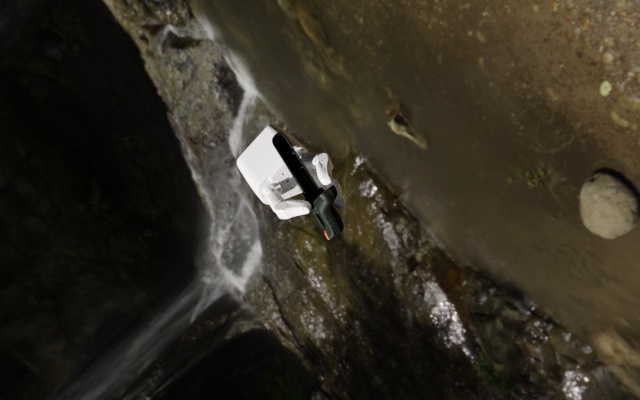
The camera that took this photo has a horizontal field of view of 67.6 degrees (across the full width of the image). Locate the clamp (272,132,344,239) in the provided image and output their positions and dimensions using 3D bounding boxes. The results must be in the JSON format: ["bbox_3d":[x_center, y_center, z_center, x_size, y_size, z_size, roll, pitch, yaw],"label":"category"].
[{"bbox_3d":[0.000,0.003,0.764,0.036,0.210,0.164,-34,44,-8],"label":"clamp"}]
